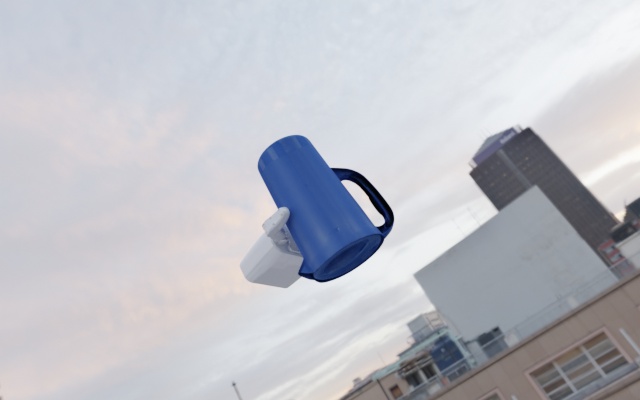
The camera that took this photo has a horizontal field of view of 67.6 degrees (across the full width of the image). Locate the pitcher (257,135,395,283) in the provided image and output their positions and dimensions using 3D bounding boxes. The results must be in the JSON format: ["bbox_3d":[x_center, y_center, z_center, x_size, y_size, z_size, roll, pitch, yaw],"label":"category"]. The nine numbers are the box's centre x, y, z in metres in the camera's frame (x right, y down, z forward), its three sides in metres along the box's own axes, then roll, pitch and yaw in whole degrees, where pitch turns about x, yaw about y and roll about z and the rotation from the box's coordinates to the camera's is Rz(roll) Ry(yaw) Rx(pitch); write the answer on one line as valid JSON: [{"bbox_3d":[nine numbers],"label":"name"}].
[{"bbox_3d":[0.000,0.003,0.813,0.149,0.242,0.145,0,-40,-50],"label":"pitcher"}]
